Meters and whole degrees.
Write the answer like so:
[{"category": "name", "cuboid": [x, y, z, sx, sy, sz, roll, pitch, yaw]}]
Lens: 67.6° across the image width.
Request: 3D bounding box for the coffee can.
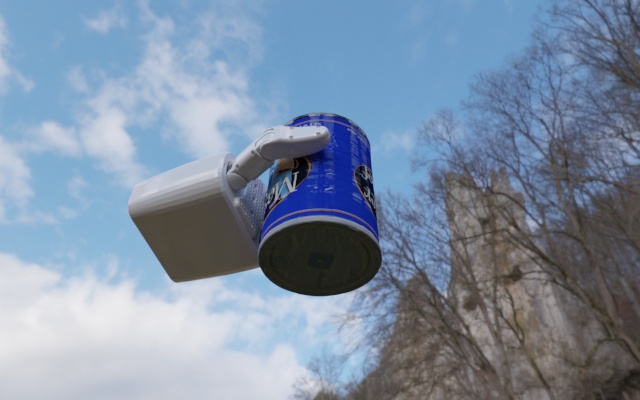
[{"category": "coffee can", "cuboid": [0.000, 0.001, 0.442, 0.103, 0.140, 0.103, 0, -44, 0]}]
